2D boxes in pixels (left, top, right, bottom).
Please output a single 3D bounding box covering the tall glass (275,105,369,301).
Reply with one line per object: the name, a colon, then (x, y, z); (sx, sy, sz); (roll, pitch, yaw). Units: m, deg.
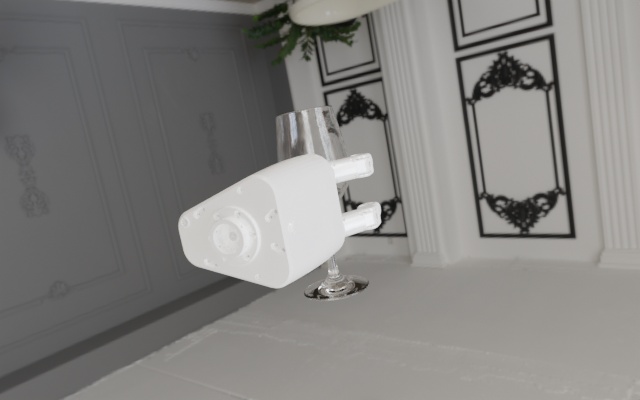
tall glass: (0.000, 0.002, 0.521); (0.079, 0.201, 0.079); (-10, 8, 1)
